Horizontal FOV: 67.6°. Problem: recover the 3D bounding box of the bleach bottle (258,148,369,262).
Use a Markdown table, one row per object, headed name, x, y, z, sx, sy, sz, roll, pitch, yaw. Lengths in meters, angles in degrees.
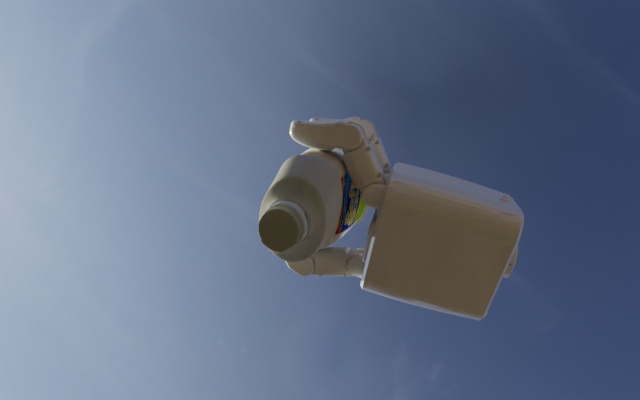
| name | x | y | z | sx | sy | sz | roll | pitch | yaw |
| --- | --- | --- | --- | --- | --- | --- | --- | --- | --- |
| bleach bottle | 0.000 | 0.001 | 0.426 | 0.068 | 0.102 | 0.250 | 14 | 15 | 10 |
